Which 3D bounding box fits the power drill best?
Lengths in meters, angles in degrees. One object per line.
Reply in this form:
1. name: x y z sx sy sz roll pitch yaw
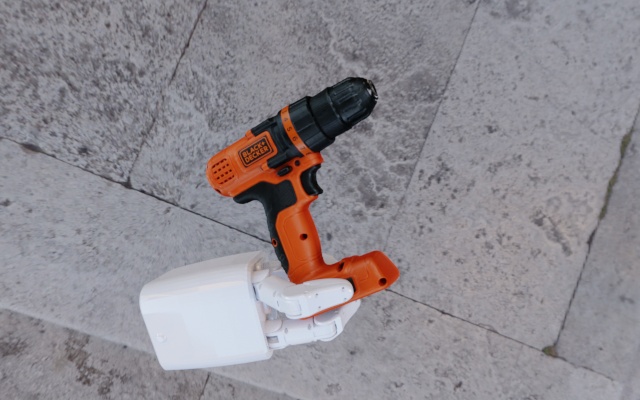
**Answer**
1. power drill: 0.000 0.002 0.445 0.184 0.187 0.057 -27 -5 23
